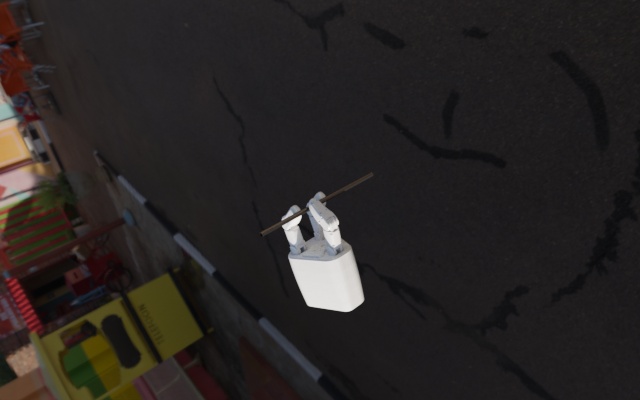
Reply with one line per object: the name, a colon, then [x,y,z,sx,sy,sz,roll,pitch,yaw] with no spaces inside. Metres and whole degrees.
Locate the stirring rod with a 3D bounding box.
stirring rod: [0.000,0.003,0.793,0.239,0.011,0.011,-29,15,-30]
